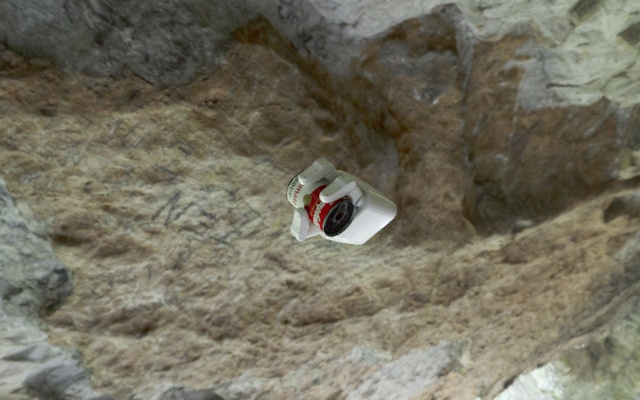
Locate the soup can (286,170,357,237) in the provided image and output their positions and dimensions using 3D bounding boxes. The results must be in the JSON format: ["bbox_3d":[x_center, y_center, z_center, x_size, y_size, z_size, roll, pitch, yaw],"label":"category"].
[{"bbox_3d":[0.000,0.002,0.771,0.068,0.068,0.102,0,32,-46],"label":"soup can"}]
